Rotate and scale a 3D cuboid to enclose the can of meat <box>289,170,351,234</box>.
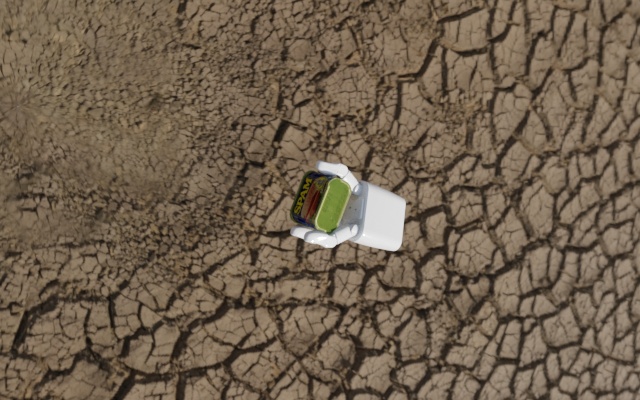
[{"bbox_3d":[0.000,0.003,0.846,0.057,0.102,0.084,22,-3,-34],"label":"can of meat"}]
